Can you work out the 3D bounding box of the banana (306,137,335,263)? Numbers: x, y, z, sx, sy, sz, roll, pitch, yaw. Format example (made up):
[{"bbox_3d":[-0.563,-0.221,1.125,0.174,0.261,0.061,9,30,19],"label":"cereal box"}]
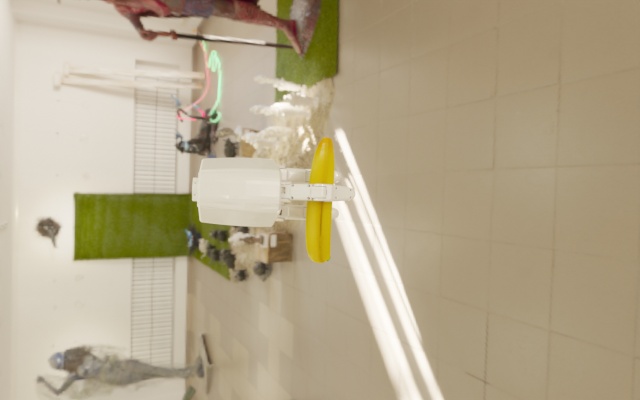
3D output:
[{"bbox_3d":[-0.001,0.012,0.677,0.037,0.198,0.069,3,22,2],"label":"banana"}]
